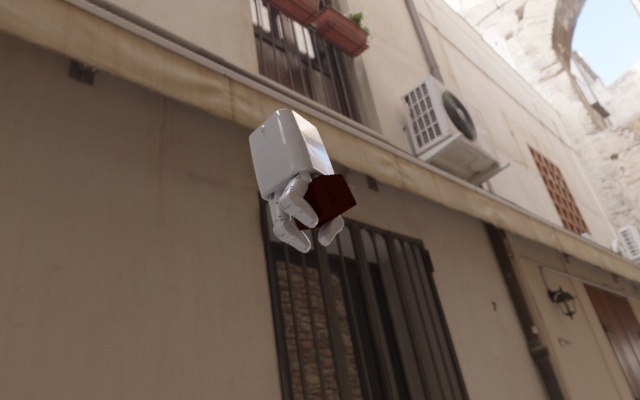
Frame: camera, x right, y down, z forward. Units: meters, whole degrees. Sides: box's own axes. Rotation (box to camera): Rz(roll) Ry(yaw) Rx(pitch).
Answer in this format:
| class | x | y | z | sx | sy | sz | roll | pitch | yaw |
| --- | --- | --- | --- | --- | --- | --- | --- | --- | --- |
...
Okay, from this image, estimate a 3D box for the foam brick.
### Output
| class | x | y | z | sx | sy | sz | roll | pitch | yaw |
| --- | --- | --- | --- | --- | --- | --- | --- | --- | --- |
| foam brick | 0.000 | 0.002 | 0.680 | 0.078 | 0.051 | 0.053 | -34 | -18 | 36 |
